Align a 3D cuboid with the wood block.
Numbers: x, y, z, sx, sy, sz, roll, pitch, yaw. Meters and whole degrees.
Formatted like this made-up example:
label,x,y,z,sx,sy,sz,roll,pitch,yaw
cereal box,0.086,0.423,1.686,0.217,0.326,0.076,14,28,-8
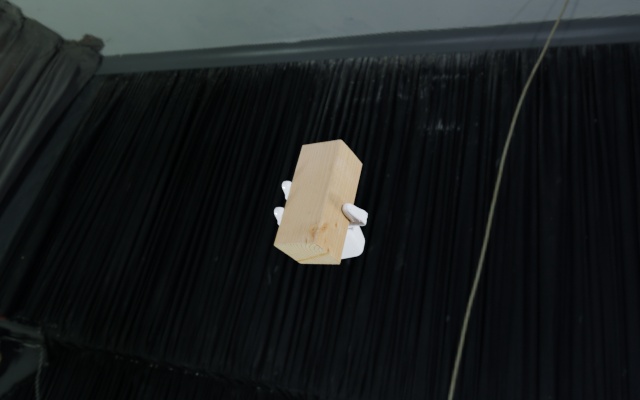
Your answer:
label,x,y,z,sx,sy,sz,roll,pitch,yaw
wood block,0.001,0.003,0.869,0.091,0.206,0.090,-4,-30,33
